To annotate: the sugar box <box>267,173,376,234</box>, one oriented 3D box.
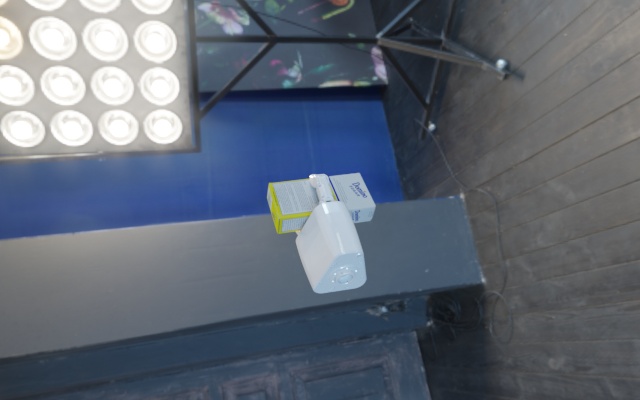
[{"bbox_3d":[0.000,0.003,0.854,0.176,0.093,0.048,-5,-43,-17],"label":"sugar box"}]
